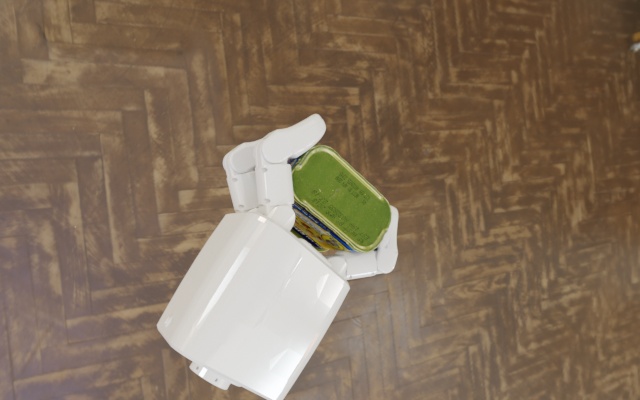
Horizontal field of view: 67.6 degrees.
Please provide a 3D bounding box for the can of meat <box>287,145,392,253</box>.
[{"bbox_3d":[0.000,0.001,0.409,0.102,0.057,0.084,40,-19,-20],"label":"can of meat"}]
